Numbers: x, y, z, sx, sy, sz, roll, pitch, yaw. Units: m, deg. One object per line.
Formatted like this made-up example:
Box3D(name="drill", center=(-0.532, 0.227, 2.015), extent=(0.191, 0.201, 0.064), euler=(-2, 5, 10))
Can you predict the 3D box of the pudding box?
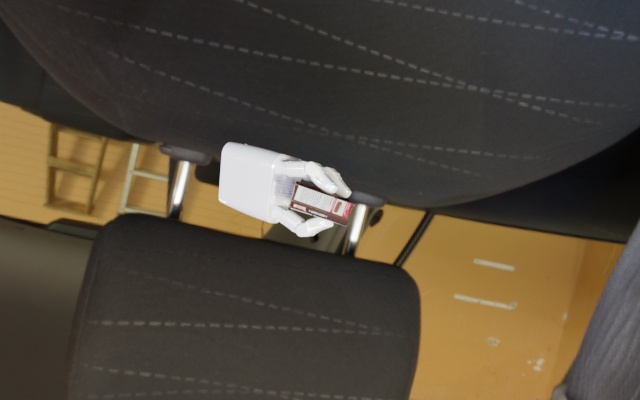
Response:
Box3D(name="pudding box", center=(0.000, 0.003, 0.721), extent=(0.090, 0.039, 0.113), euler=(18, 5, -3))
